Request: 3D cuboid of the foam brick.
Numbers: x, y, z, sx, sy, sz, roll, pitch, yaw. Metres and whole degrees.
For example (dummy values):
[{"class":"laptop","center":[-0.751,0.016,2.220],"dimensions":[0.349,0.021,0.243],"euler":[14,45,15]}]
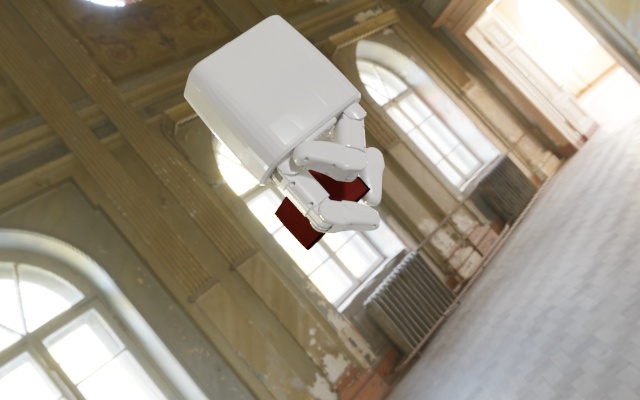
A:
[{"class":"foam brick","center":[0.000,0.002,0.457],"dimensions":[0.053,0.051,0.078],"euler":[-42,-5,-37]}]
